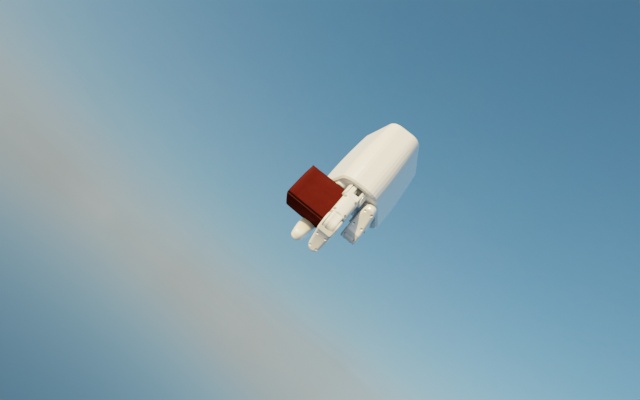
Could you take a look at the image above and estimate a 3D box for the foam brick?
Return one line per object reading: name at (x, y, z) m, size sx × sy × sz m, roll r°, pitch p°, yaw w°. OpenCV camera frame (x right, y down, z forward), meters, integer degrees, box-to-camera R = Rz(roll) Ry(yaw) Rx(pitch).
foam brick at (0.000, 0.002, 0.630) m, size 0.078 × 0.051 × 0.053 m, roll 39°, pitch -17°, yaw 5°
